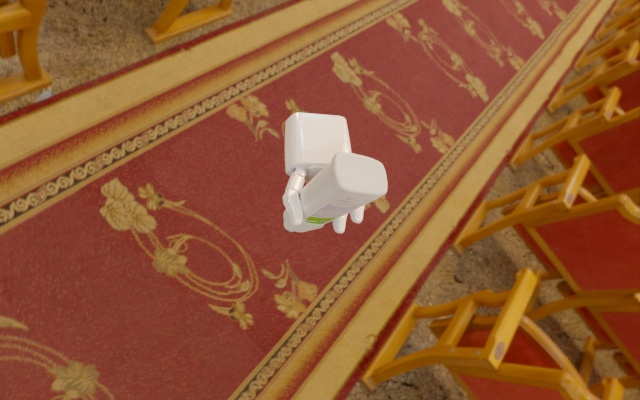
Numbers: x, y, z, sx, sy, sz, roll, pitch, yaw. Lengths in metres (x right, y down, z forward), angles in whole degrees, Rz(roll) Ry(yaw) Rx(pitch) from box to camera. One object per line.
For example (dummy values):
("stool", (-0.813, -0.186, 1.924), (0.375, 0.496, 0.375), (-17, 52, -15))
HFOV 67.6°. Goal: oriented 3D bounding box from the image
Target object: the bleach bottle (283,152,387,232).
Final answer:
("bleach bottle", (0.000, 0.003, 0.816), (0.102, 0.068, 0.251), (8, -25, -31))
